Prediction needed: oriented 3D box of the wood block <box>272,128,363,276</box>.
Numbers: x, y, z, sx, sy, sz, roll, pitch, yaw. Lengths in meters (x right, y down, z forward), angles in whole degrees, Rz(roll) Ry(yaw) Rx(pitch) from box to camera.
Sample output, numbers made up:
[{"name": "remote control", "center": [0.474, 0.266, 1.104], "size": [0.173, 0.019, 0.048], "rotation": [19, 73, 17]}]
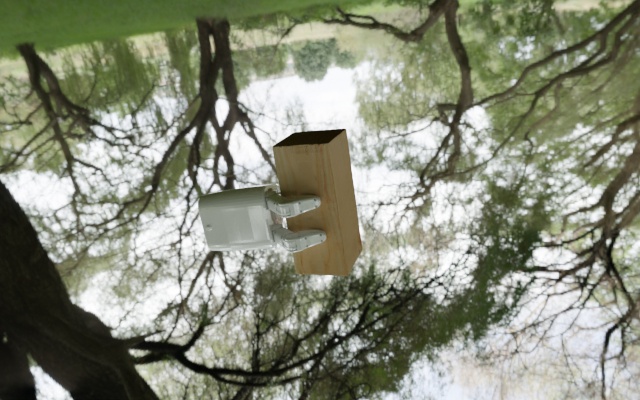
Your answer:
[{"name": "wood block", "center": [0.000, 0.002, 0.734], "size": [0.090, 0.206, 0.090], "rotation": [-1, 22, 21]}]
